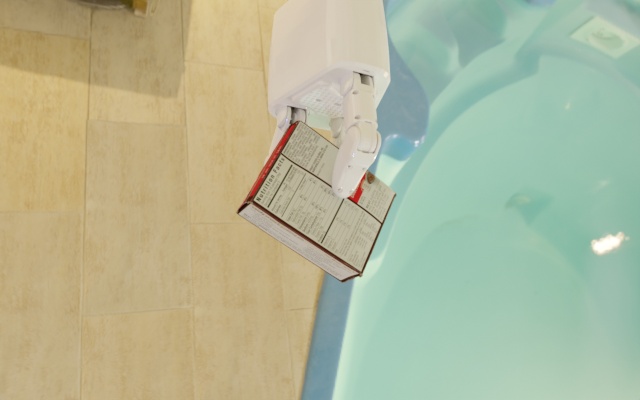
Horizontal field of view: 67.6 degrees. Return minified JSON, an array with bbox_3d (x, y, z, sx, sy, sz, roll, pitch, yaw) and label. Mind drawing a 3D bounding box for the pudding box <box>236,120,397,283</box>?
[{"bbox_3d":[0.000,0.001,0.401,0.113,0.090,0.039,34,-28,-12],"label":"pudding box"}]
